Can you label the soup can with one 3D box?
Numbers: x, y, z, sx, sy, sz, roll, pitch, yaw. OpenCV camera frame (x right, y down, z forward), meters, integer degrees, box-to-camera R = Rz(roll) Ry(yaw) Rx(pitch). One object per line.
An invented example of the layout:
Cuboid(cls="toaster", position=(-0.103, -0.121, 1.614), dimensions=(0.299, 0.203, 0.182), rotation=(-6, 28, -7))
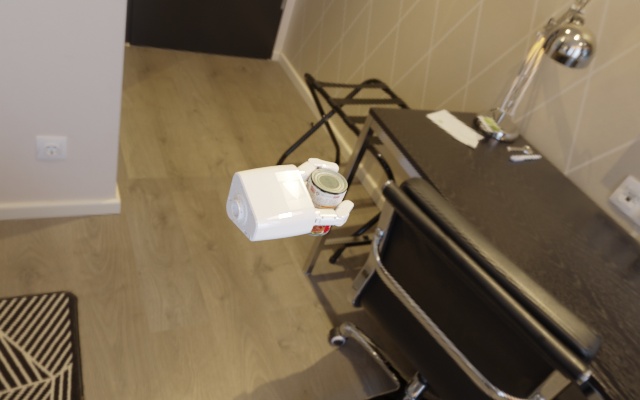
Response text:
Cuboid(cls="soup can", position=(0.001, 0.003, 0.839), dimensions=(0.068, 0.102, 0.068), rotation=(14, 38, -11))
